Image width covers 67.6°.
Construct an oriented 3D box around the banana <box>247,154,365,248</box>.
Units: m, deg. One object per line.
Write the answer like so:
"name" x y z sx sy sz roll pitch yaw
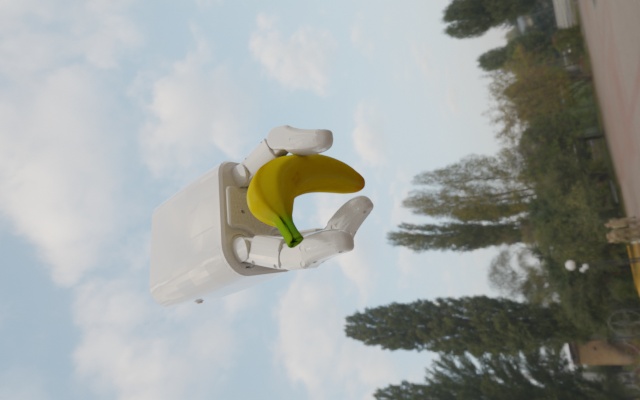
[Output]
"banana" -0.013 -0.012 0.417 0.037 0.069 0.197 -42 -2 25
